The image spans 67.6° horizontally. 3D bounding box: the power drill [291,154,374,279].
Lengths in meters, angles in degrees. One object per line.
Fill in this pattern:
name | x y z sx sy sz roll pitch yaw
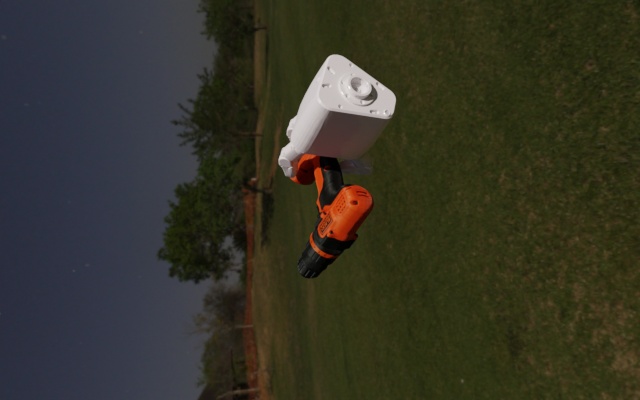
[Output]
power drill | 0.000 0.002 0.728 0.057 0.187 0.184 8 -46 -32
